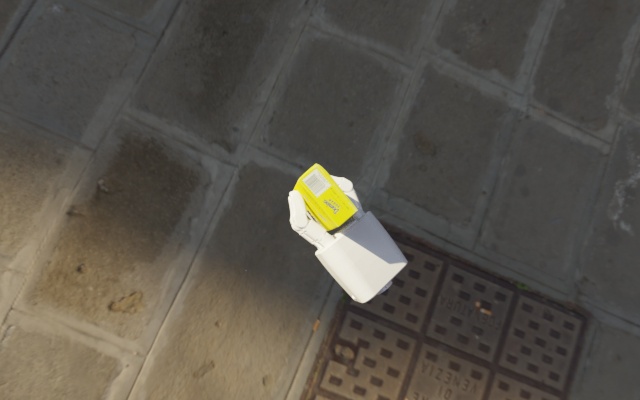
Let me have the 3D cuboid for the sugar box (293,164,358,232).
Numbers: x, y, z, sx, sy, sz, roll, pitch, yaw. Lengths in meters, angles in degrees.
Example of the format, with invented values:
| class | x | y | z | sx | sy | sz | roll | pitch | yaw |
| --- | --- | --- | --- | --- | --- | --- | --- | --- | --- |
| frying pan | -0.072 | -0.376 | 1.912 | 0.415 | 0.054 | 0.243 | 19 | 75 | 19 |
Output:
| class | x | y | z | sx | sy | sz | roll | pitch | yaw |
| --- | --- | --- | --- | --- | --- | --- | --- | --- | --- |
| sugar box | 0.000 | 0.003 | 0.772 | 0.048 | 0.093 | 0.176 | -39 | -1 | -12 |
